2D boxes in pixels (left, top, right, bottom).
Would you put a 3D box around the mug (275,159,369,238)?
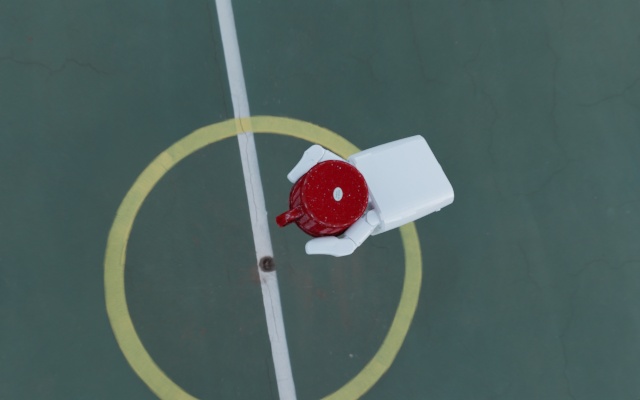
[{"bbox_3d":[-0.001,0.002,0.578,0.117,0.093,0.081,-22,-5,-12],"label":"mug"}]
